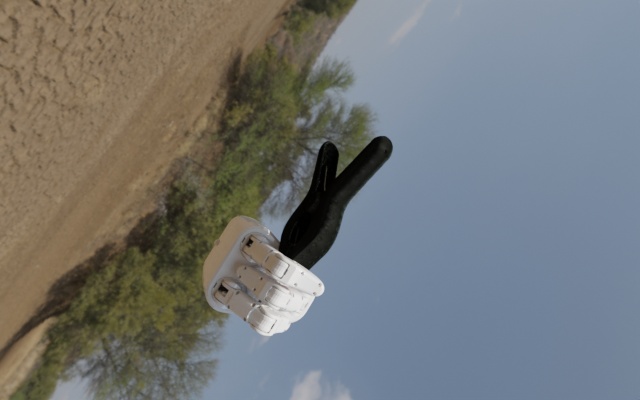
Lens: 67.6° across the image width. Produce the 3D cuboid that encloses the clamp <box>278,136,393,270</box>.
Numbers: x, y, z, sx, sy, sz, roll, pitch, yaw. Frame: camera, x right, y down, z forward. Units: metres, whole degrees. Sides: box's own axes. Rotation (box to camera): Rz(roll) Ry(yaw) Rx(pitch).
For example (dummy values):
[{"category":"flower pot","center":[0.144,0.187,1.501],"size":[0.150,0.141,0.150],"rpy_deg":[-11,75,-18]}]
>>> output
[{"category":"clamp","center":[0.001,0.002,0.507],"size":[0.039,0.171,0.120],"rpy_deg":[36,-5,-21]}]
